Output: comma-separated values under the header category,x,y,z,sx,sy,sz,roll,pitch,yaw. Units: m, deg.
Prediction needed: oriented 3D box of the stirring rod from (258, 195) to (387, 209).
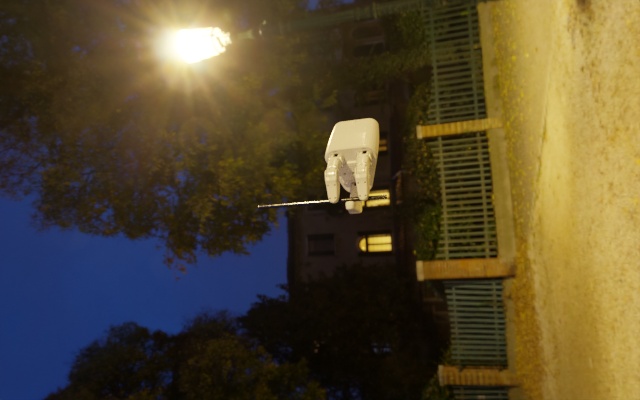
category,x,y,z,sx,sy,sz,roll,pitch,yaw
stirring rod,0.000,0.003,0.865,0.239,0.011,0.011,-5,-1,16
